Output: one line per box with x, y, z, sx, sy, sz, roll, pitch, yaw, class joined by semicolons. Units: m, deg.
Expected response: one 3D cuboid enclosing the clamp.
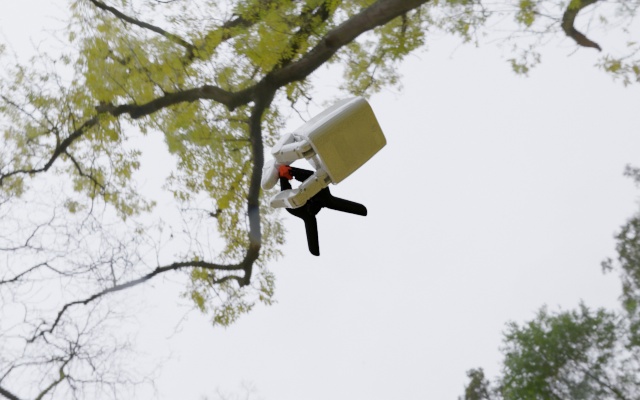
0.000;0.002;0.769;0.120;0.171;0.039;-36;33;-7;clamp
